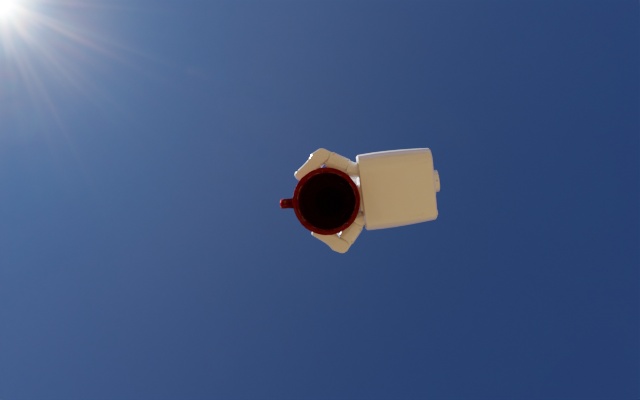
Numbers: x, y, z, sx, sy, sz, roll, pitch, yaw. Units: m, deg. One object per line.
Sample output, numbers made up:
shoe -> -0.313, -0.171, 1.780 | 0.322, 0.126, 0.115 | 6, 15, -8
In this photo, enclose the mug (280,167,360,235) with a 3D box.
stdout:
mug -> -0.001, 0.002, 0.692 | 0.117, 0.093, 0.081 | -6, 0, 6
